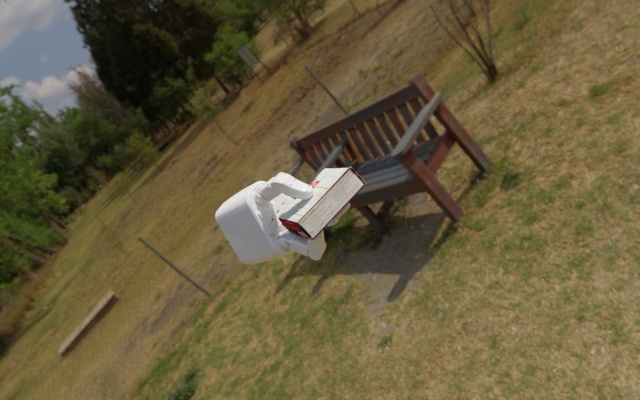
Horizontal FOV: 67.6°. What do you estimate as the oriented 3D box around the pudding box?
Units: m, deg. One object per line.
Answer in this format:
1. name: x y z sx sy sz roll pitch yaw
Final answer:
1. pudding box: 0.000 0.002 0.682 0.039 0.113 0.090 46 -13 -18
